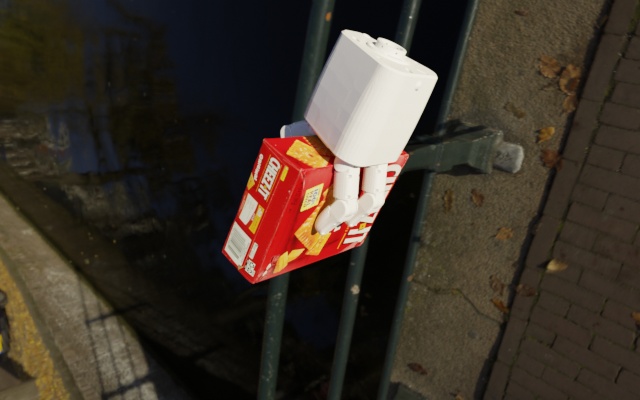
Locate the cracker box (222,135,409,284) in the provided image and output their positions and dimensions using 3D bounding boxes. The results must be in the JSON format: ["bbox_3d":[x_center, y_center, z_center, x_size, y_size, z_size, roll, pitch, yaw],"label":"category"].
[{"bbox_3d":[0.000,0.002,0.597,0.213,0.164,0.072,-12,46,-48],"label":"cracker box"}]
